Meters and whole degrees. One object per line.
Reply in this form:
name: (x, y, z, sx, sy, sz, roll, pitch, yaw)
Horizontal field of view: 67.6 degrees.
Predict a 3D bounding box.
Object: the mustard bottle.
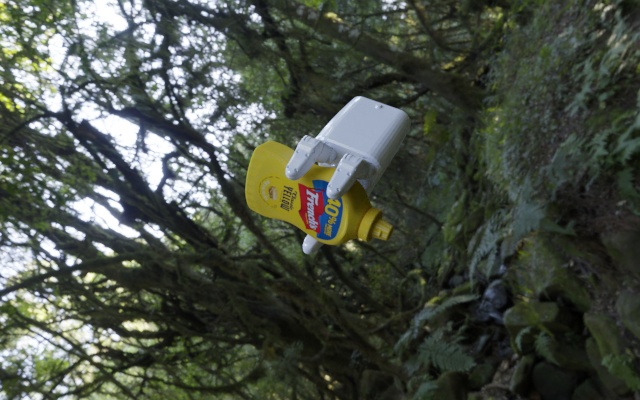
mustard bottle: (0.000, 0.002, 0.589, 0.191, 0.096, 0.058, 24, 31, 19)
